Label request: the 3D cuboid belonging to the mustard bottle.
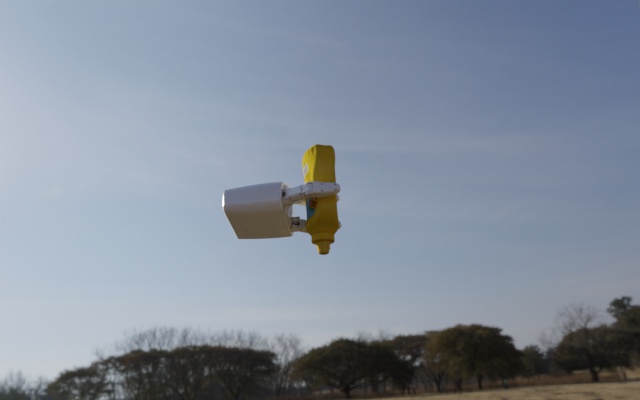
[{"bbox_3d":[0.000,0.003,0.856,0.058,0.191,0.096,4,-22,-16],"label":"mustard bottle"}]
